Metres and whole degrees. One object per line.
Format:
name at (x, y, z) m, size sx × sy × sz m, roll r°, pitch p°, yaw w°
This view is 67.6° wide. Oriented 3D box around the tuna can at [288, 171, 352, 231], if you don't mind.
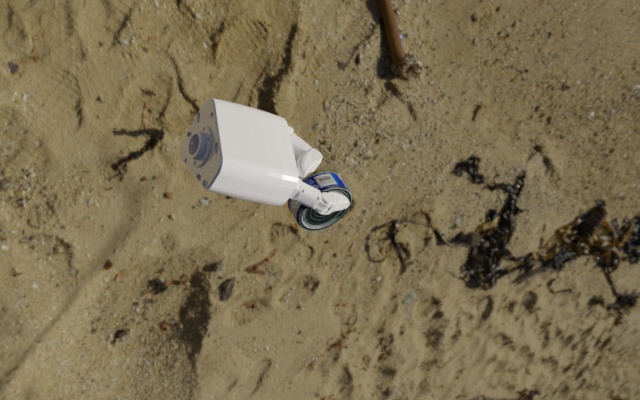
tuna can at (0.000, 0.003, 0.664) m, size 0.086 × 0.086 × 0.033 m, roll 0°, pitch 42°, yaw -37°
